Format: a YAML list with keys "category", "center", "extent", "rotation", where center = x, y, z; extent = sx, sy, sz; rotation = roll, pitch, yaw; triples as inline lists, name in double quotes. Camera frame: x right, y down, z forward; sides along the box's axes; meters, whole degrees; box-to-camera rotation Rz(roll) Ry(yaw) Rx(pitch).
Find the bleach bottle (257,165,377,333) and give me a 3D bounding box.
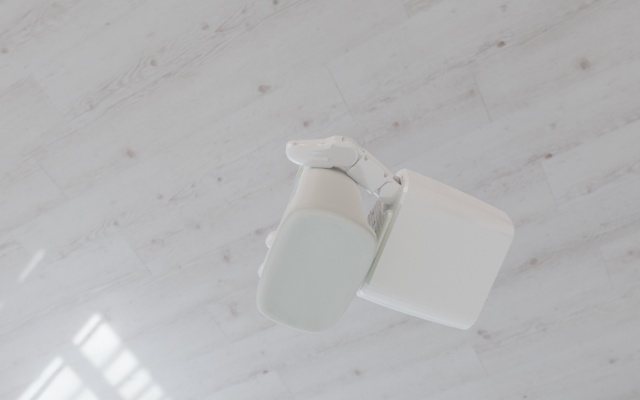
- category: "bleach bottle"
  center: [0.000, 0.002, 0.435]
  extent: [0.068, 0.103, 0.250]
  rotation: [21, 24, -7]
